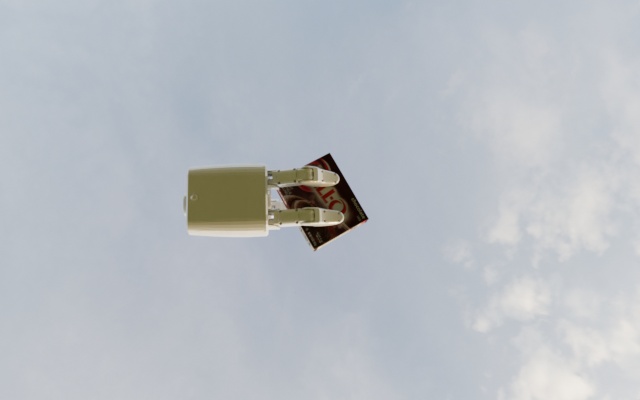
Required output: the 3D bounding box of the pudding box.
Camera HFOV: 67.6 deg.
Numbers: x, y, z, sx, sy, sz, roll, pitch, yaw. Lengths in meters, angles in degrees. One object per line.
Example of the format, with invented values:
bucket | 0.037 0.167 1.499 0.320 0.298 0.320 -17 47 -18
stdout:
pudding box | 0.000 0.002 0.674 0.090 0.113 0.039 -29 -6 -12
